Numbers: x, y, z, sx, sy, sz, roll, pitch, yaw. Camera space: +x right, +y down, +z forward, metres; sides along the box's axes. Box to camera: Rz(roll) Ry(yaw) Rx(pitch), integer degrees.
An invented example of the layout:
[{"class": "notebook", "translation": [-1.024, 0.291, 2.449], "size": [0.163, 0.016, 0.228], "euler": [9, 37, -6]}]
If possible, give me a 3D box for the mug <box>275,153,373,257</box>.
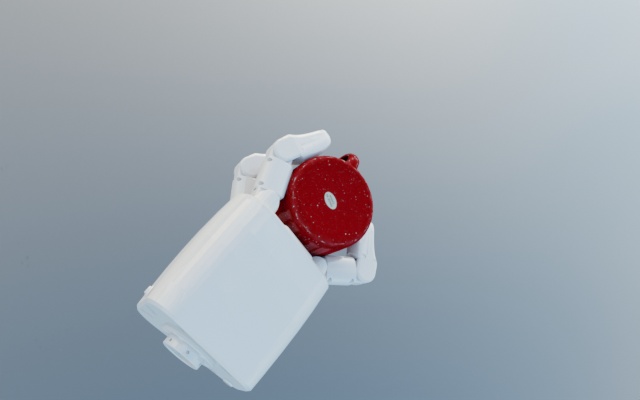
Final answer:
[{"class": "mug", "translation": [0.001, 0.000, 0.436], "size": [0.093, 0.117, 0.081], "euler": [43, -29, -10]}]
